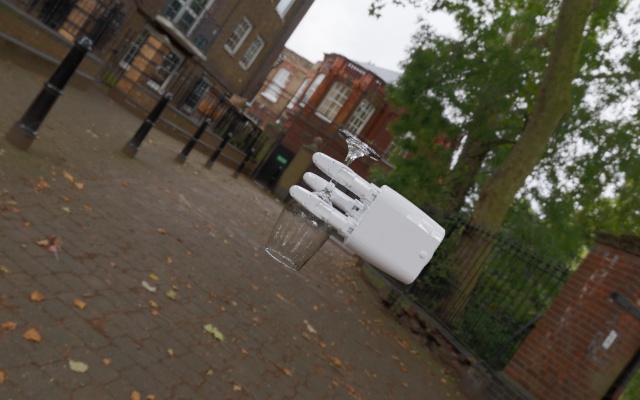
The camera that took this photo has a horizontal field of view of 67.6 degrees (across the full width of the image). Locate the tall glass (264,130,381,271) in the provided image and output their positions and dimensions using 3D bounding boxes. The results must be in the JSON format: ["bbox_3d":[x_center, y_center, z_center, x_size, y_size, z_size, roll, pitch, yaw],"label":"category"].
[{"bbox_3d":[0.000,0.002,0.687,0.079,0.201,0.079,35,0,0],"label":"tall glass"}]
